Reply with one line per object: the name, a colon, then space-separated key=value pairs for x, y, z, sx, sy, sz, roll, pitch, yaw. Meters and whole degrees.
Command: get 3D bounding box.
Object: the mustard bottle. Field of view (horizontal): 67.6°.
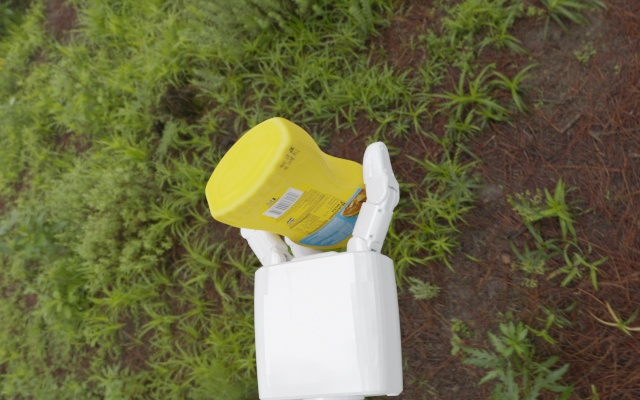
mustard bottle: x=0.000 y=0.001 z=0.432 sx=0.096 sy=0.058 sz=0.192 roll=-43 pitch=-40 yaw=20
